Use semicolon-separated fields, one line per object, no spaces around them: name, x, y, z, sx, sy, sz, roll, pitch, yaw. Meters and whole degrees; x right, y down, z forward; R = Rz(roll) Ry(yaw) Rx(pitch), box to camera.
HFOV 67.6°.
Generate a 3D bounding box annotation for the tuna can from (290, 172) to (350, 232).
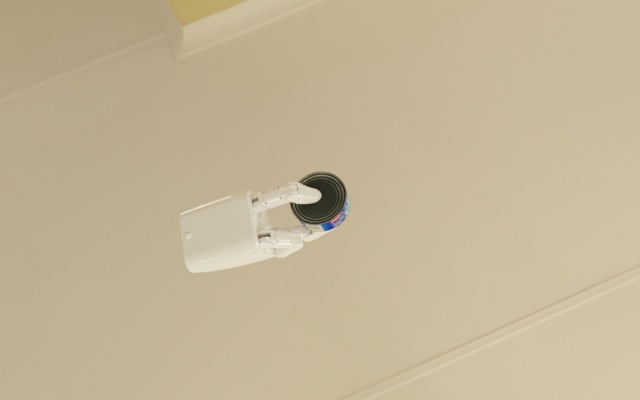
tuna can;0.000;0.003;0.705;0.086;0.086;0.034;0;-25;17
